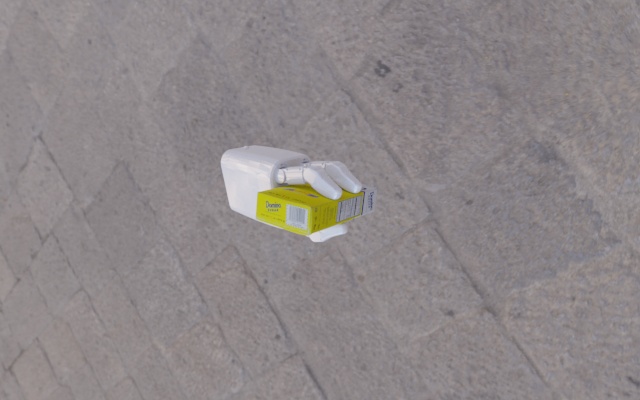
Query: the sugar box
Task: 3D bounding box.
[{"bbox_3d":[0.000,0.002,0.688,0.093,0.048,0.176,16,21,31],"label":"sugar box"}]
